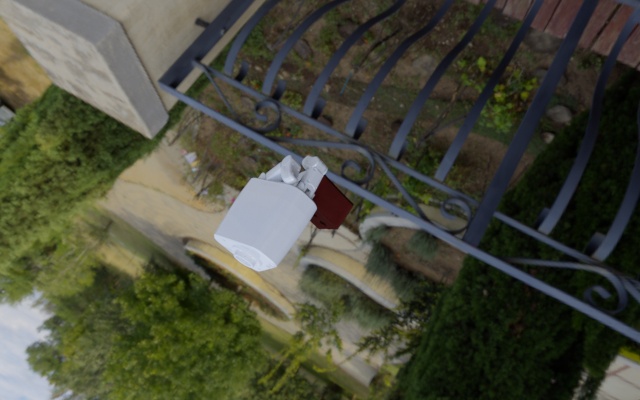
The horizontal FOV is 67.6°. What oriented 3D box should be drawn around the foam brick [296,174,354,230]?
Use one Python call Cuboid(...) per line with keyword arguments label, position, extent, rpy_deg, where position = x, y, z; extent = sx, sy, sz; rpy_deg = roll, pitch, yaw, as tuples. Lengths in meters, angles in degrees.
Cuboid(label="foam brick", position=(0.000, 0.002, 0.729), extent=(0.078, 0.051, 0.053), rpy_deg=(44, -27, -27))
